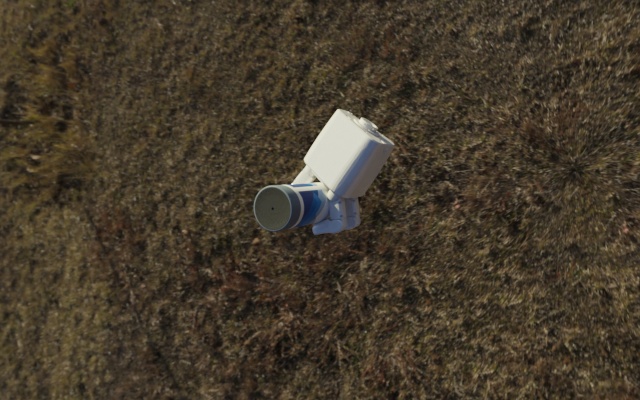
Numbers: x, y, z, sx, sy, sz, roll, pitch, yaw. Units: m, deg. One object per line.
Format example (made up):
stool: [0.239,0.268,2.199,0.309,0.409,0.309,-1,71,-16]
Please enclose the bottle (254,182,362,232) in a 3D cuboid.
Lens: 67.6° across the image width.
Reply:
bottle: [0.000,0.003,0.812,0.069,0.069,0.295,0,4,28]
